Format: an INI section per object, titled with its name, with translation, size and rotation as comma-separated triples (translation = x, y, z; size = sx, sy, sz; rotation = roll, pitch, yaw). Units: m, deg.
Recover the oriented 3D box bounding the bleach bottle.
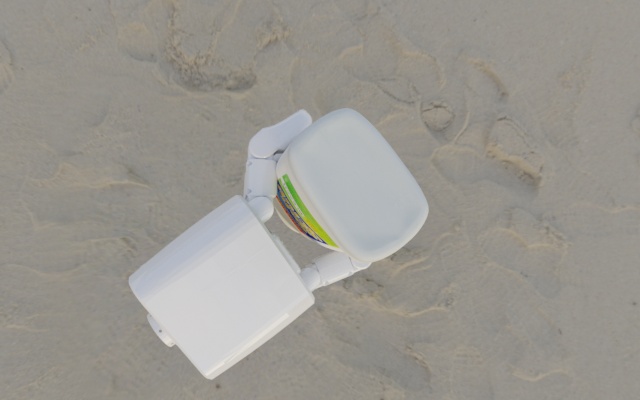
[bleach bottle]
translation = 0.000, 0.001, 0.424
size = 0.068, 0.102, 0.251
rotation = -36, 1, -13
